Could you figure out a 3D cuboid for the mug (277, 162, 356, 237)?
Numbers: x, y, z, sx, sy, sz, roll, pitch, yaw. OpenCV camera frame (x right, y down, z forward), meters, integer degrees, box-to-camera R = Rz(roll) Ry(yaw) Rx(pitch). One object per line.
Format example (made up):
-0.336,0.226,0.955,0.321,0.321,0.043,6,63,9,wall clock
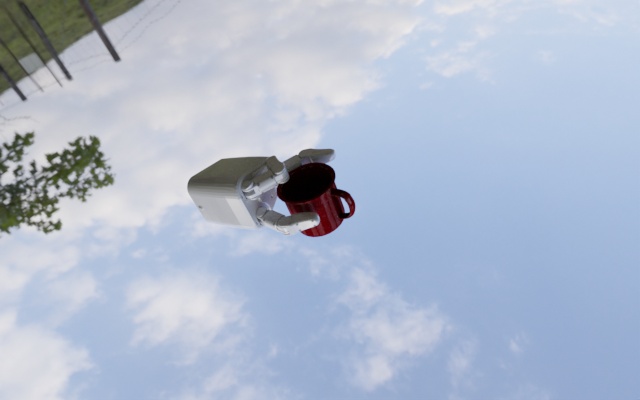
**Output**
0.001,0.003,0.728,0.117,0.082,0.093,4,45,29,mug
